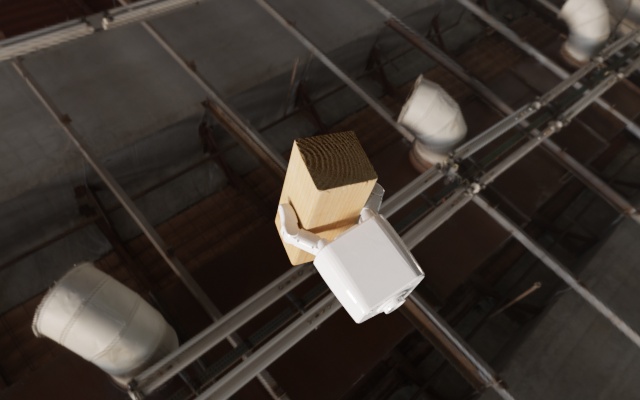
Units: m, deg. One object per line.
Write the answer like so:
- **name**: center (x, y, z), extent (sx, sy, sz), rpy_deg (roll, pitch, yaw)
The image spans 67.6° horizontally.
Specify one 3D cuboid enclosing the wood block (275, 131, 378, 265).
- **wood block**: center (0.000, 0.003, 0.709), extent (0.091, 0.090, 0.206), rpy_deg (-12, -30, -22)
